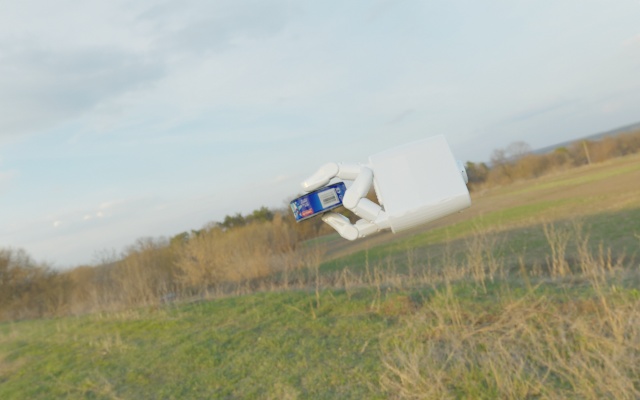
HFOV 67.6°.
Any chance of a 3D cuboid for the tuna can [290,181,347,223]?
[{"bbox_3d":[0.000,0.002,0.690,0.086,0.034,0.086,-21,-2,-1],"label":"tuna can"}]
